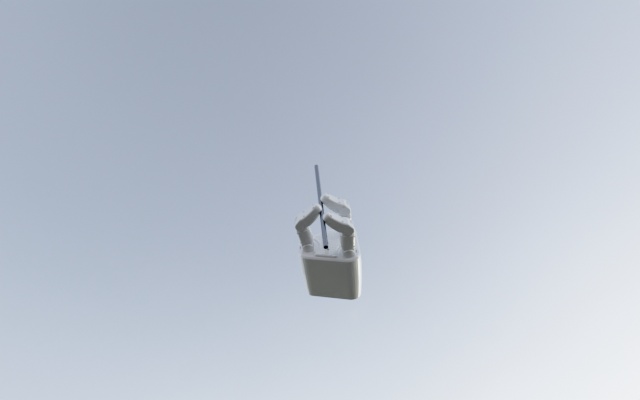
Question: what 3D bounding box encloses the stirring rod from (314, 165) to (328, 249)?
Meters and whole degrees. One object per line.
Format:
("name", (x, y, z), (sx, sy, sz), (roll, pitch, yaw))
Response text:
("stirring rod", (0.000, 0.003, 0.834), (0.011, 0.011, 0.239), (0, 35, -5))
